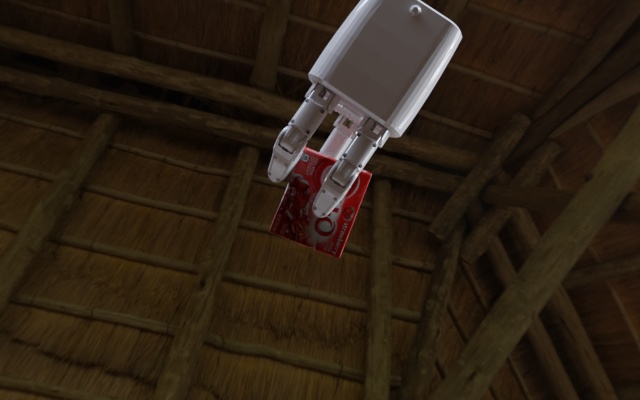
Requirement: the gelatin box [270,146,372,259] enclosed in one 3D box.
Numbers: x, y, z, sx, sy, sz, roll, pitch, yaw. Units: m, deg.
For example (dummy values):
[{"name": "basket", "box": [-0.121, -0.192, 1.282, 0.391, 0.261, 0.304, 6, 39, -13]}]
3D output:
[{"name": "gelatin box", "box": [0.000, 0.002, 0.465, 0.073, 0.089, 0.030, 21, 6, -2]}]
